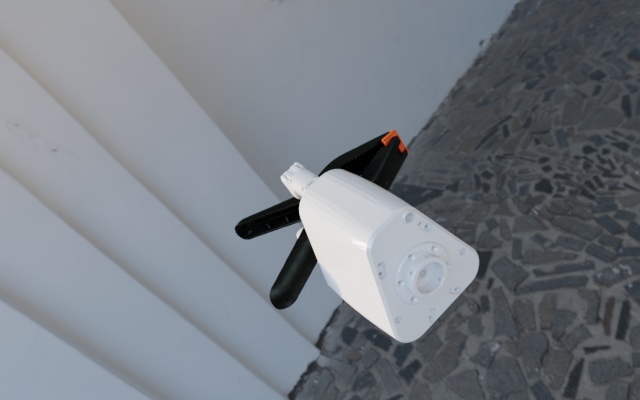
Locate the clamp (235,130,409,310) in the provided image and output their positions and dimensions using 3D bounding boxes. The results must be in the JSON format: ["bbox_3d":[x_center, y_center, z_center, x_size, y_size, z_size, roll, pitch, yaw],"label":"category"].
[{"bbox_3d":[0.000,0.001,0.502,0.036,0.210,0.164,52,-10,-31],"label":"clamp"}]
